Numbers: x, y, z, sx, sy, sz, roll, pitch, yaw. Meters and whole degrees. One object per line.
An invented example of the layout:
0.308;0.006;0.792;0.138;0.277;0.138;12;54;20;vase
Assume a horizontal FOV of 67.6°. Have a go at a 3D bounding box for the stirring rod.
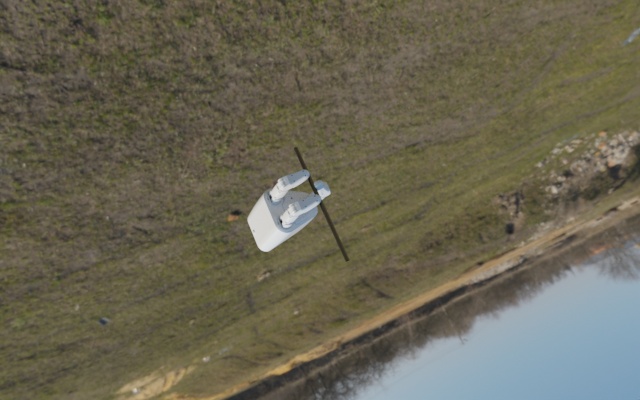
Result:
0.000;0.003;0.884;0.011;0.239;0.011;-22;-18;-8;stirring rod
